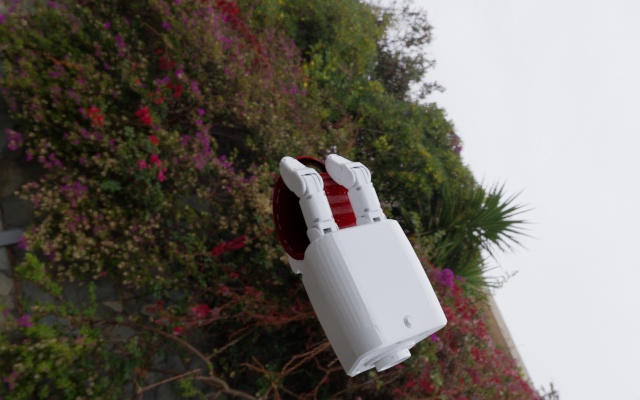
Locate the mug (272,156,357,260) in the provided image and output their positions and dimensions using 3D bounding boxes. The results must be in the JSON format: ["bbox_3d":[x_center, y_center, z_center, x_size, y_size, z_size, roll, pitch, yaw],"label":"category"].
[{"bbox_3d":[0.000,0.001,0.522,0.081,0.117,0.093,-8,-29,-31],"label":"mug"}]
